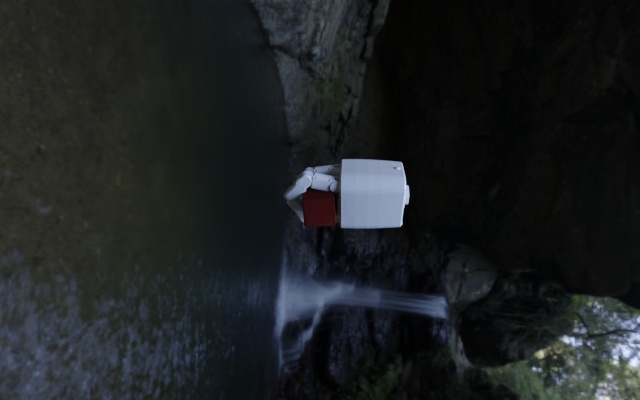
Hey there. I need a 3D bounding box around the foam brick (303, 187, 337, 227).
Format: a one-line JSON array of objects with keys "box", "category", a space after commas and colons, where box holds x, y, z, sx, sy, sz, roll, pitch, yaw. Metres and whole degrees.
[{"box": [0.000, 0.003, 0.795, 0.051, 0.053, 0.078, -1, 27, 5], "category": "foam brick"}]
